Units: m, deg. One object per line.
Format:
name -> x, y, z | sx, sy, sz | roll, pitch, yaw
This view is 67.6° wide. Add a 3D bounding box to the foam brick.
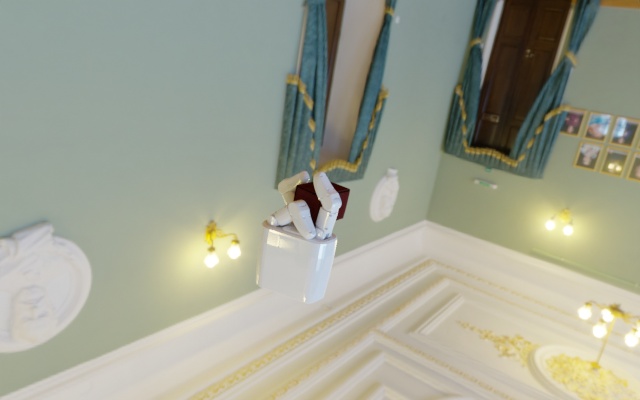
foam brick -> 0.000, 0.002, 0.753 | 0.053, 0.051, 0.078 | 23, 22, 34
